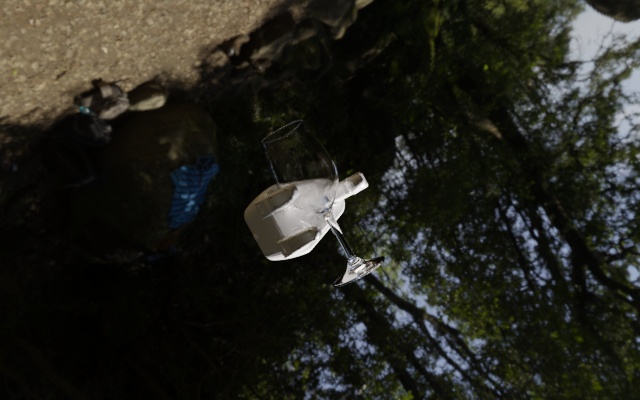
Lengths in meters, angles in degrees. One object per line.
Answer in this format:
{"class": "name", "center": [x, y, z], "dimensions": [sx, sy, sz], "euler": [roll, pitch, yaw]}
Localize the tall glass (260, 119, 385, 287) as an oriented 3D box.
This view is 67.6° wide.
{"class": "tall glass", "center": [0.001, 0.002, 0.594], "dimensions": [0.079, 0.201, 0.079], "euler": [-29, 1, 0]}
